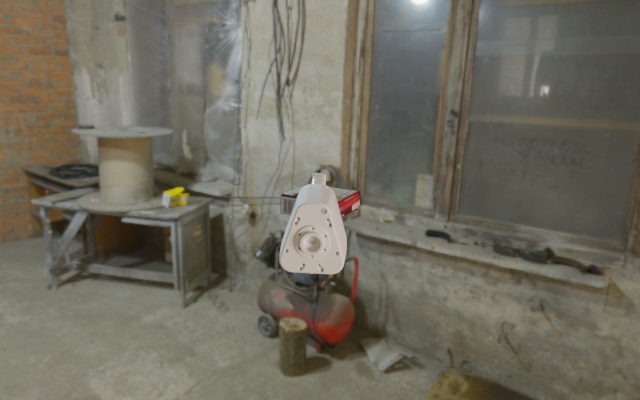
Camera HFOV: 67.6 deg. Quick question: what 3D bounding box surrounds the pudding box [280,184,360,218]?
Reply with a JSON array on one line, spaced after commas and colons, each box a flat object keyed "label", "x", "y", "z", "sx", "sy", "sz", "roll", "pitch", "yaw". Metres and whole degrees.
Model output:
[{"label": "pudding box", "x": 0.000, "y": 0.003, "z": 0.827, "sx": 0.113, "sy": 0.039, "sz": 0.090, "roll": 11, "pitch": 19, "yaw": 29}]
